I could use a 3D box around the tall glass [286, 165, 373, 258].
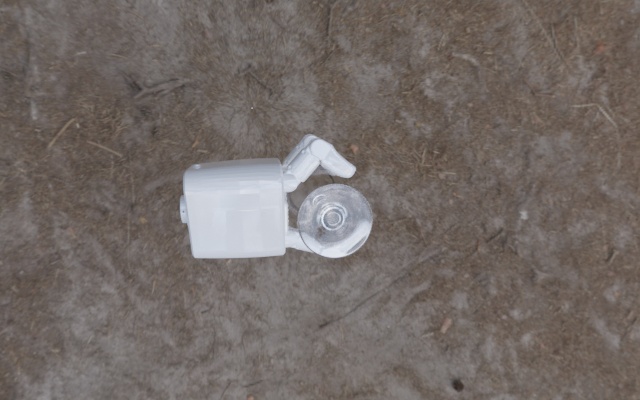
[{"bbox_3d":[0.000,0.002,0.558,0.079,0.079,0.201,0,11,-8],"label":"tall glass"}]
